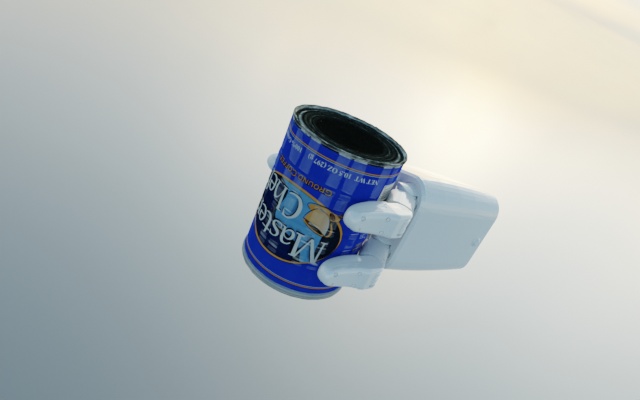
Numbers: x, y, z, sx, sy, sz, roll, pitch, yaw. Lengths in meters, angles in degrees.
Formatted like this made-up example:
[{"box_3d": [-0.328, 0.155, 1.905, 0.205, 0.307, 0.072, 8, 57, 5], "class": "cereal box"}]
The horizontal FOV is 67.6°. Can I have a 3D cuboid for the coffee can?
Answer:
[{"box_3d": [0.000, 0.001, 0.423, 0.103, 0.140, 0.102, 19, 26, -10], "class": "coffee can"}]
